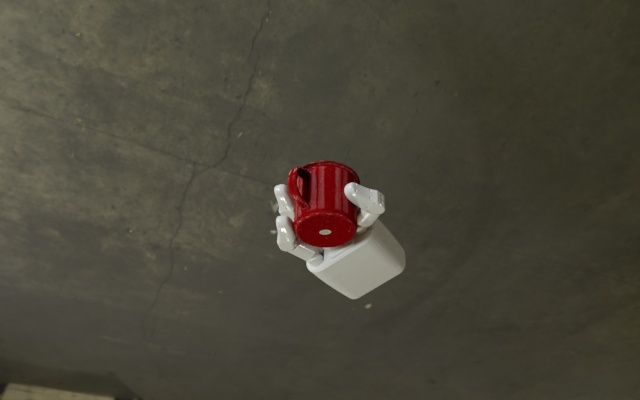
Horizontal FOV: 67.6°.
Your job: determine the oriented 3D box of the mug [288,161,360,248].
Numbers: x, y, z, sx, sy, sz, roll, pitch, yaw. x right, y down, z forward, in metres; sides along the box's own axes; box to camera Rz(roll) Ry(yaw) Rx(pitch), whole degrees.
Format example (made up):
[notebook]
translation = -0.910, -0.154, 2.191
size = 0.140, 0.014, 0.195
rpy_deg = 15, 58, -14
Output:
[mug]
translation = -0.001, 0.001, 0.620
size = 0.093, 0.081, 0.117
rpy_deg = -24, -45, 27
